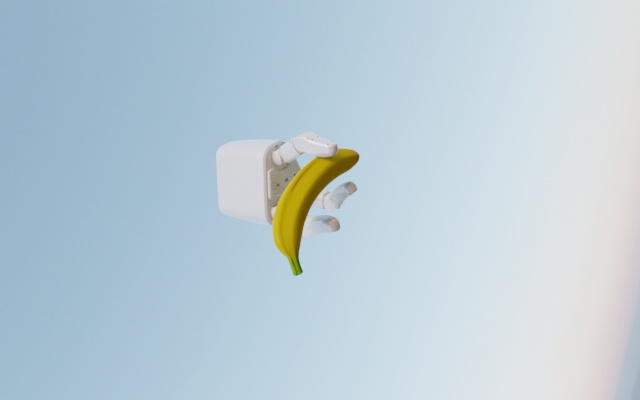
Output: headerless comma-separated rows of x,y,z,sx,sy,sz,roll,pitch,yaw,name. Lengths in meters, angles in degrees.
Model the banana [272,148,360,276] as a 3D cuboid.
-0.010,-0.008,0.591,0.037,0.197,0.070,2,-39,40,banana
